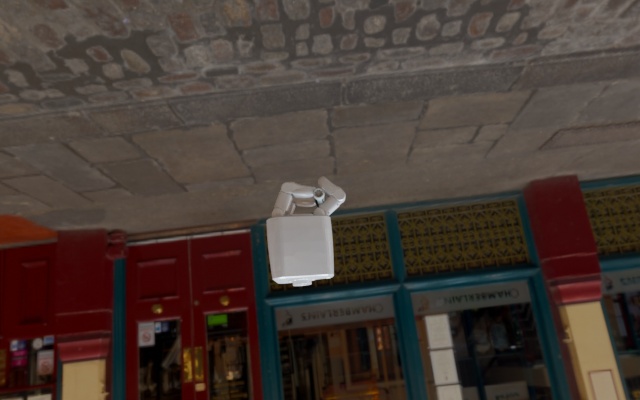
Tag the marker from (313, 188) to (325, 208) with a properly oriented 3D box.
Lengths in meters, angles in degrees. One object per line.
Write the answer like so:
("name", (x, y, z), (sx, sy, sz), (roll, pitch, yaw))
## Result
("marker", (0.000, 0.003, 0.869), (0.020, 0.020, 0.121), (0, -15, 3))
